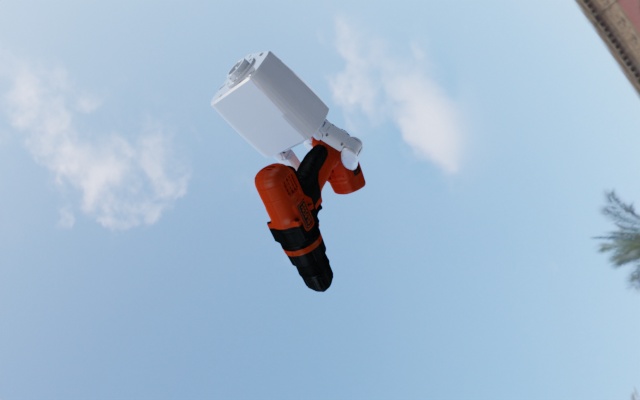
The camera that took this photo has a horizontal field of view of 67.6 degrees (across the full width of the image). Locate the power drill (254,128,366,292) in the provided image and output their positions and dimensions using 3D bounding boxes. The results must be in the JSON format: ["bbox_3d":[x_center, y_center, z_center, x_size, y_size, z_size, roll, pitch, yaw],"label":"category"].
[{"bbox_3d":[0.000,0.002,0.640,0.057,0.184,0.187,-5,31,30],"label":"power drill"}]
